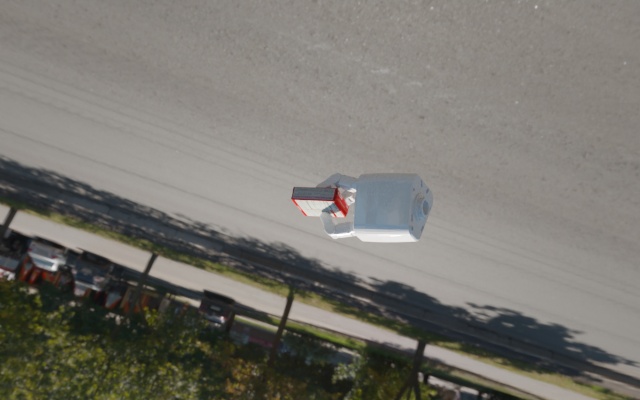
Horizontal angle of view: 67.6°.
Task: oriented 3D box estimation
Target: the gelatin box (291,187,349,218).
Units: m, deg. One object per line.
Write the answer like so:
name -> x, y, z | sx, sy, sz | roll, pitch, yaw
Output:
gelatin box -> 0.000, 0.003, 0.889 | 0.089, 0.030, 0.073 | 1, -25, 22
